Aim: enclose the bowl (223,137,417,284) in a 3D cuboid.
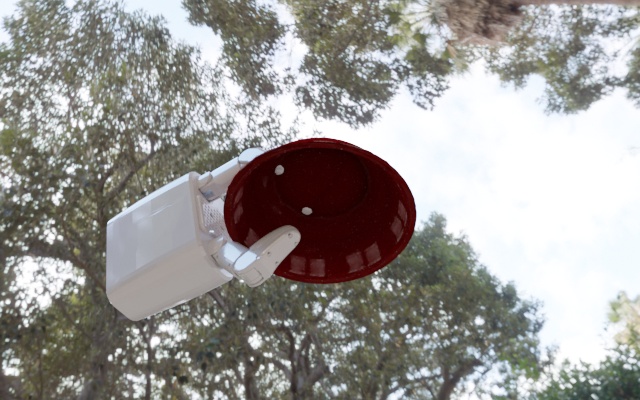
[{"bbox_3d":[0.001,0.001,0.419,0.162,0.162,0.055,0,41,3],"label":"bowl"}]
